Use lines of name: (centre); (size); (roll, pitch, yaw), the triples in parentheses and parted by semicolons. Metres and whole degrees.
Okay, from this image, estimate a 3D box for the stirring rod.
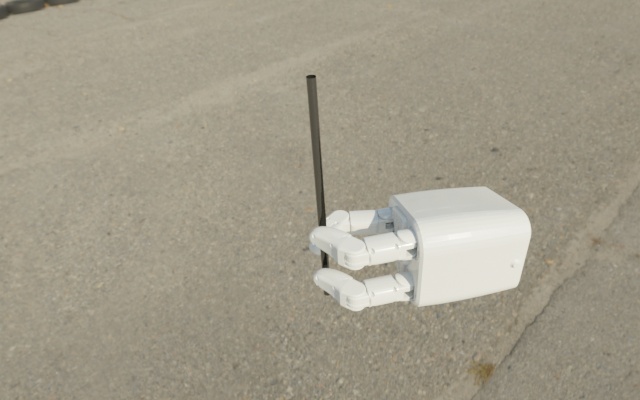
stirring rod: (0.000, 0.001, 0.440); (0.011, 0.240, 0.011); (-3, 36, 2)
